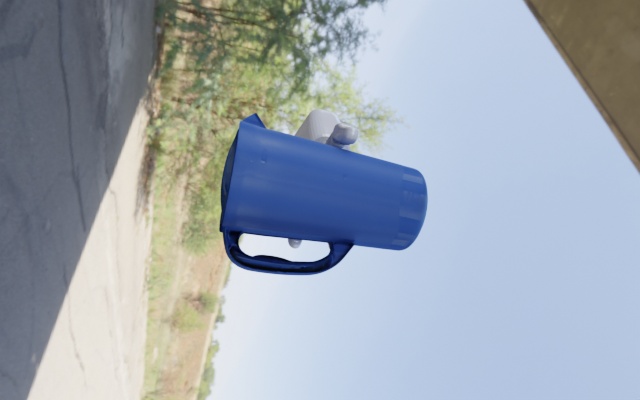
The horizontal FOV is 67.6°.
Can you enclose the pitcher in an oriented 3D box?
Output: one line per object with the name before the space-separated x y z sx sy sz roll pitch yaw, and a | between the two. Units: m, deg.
pitcher | 0.000 0.002 0.585 0.243 0.149 0.145 11 28 -13
